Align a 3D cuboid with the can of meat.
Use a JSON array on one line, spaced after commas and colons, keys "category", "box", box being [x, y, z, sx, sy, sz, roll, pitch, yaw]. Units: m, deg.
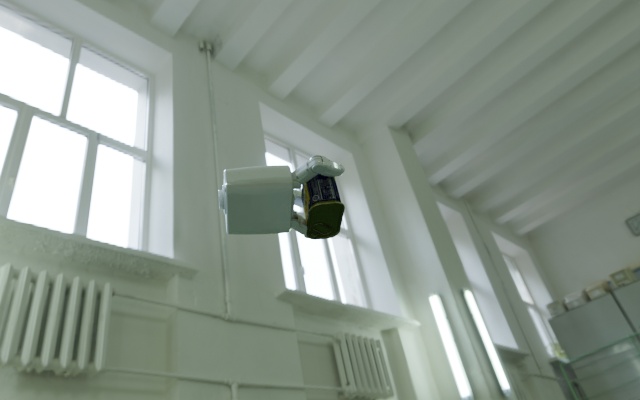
[{"category": "can of meat", "box": [0.000, 0.002, 0.793, 0.057, 0.084, 0.102, -6, -36, -10]}]
